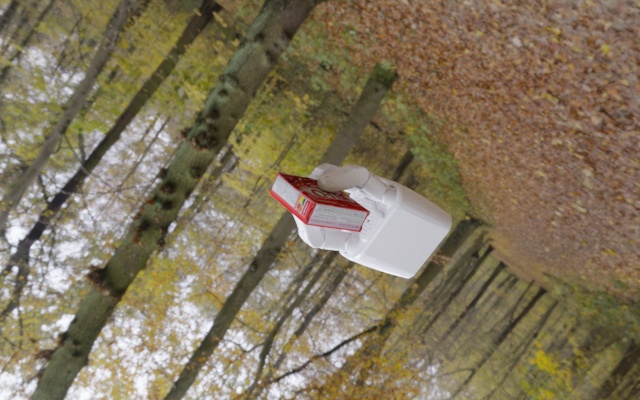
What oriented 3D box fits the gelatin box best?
[{"bbox_3d":[0.000,0.002,0.530,0.089,0.030,0.073,10,21,-43],"label":"gelatin box"}]
